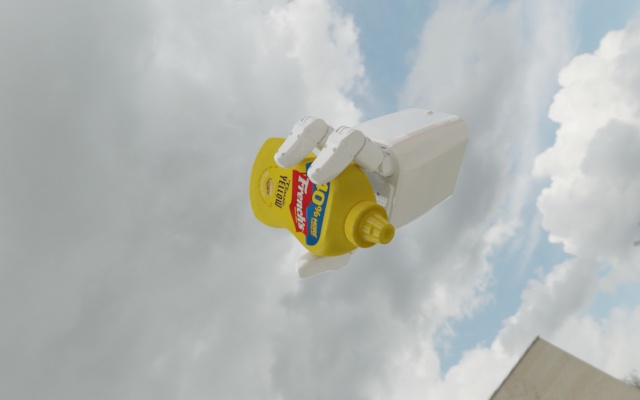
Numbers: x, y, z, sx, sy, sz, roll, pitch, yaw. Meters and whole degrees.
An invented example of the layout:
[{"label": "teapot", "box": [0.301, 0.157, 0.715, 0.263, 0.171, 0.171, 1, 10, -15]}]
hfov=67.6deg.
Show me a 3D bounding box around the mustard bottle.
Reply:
[{"label": "mustard bottle", "box": [0.000, 0.002, 0.467, 0.058, 0.096, 0.191, 3, 15, -39]}]
